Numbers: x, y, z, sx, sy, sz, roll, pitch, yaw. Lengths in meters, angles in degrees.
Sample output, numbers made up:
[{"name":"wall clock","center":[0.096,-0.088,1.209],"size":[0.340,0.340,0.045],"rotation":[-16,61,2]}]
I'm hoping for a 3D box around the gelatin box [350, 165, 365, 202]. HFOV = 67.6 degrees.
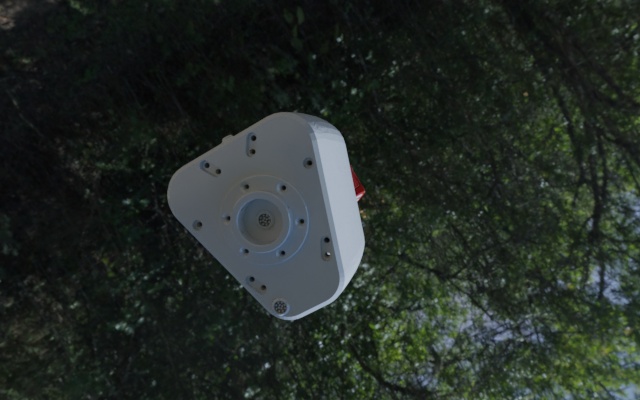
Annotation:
[{"name":"gelatin box","center":[0.000,0.002,0.448],"size":[0.073,0.030,0.089],"rotation":[-28,-5,-3]}]
